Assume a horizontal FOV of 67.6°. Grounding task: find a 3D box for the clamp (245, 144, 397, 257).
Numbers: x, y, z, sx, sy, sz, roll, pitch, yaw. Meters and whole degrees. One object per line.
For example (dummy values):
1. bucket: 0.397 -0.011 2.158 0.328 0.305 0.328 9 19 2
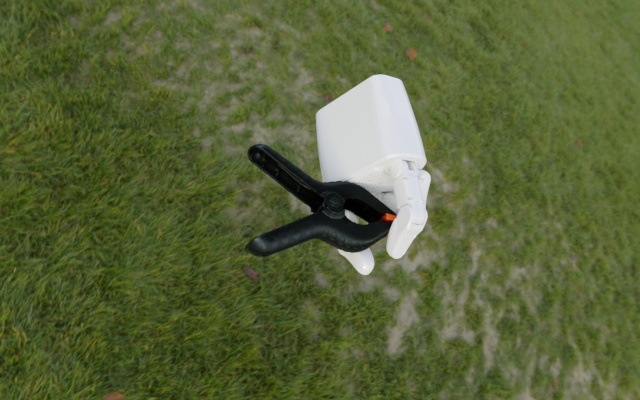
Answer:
1. clamp: 0.001 0.001 0.480 0.171 0.120 0.039 6 -27 -31
